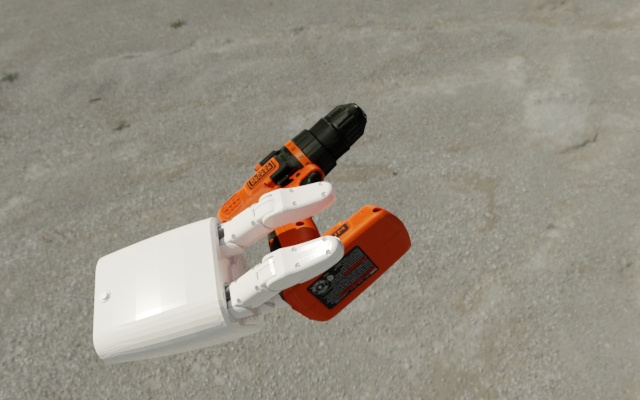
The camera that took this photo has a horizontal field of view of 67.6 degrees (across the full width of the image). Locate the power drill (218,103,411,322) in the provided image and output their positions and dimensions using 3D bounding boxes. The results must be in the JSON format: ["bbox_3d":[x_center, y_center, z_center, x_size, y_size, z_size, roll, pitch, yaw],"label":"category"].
[{"bbox_3d":[0.000,0.002,0.429,0.057,0.184,0.187,45,3,-35],"label":"power drill"}]
